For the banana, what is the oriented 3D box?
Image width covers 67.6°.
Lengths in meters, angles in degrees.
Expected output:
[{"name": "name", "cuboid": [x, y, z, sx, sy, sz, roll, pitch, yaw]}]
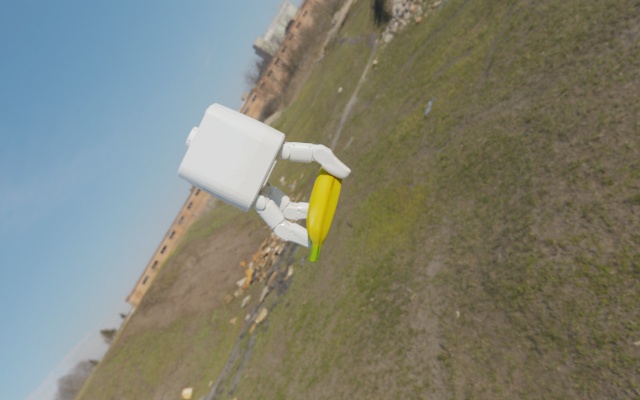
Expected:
[{"name": "banana", "cuboid": [0.005, -0.008, 0.671, 0.037, 0.070, 0.197, 20, 42, -4]}]
